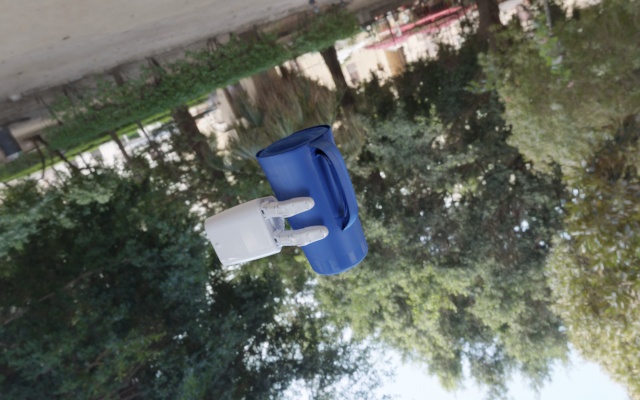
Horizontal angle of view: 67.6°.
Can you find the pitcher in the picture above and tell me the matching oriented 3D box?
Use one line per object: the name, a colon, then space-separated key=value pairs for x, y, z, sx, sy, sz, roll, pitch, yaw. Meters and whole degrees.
pitcher: x=0.000 y=0.003 z=0.812 sx=0.145 sy=0.243 sz=0.149 roll=-18 pitch=19 yaw=13
